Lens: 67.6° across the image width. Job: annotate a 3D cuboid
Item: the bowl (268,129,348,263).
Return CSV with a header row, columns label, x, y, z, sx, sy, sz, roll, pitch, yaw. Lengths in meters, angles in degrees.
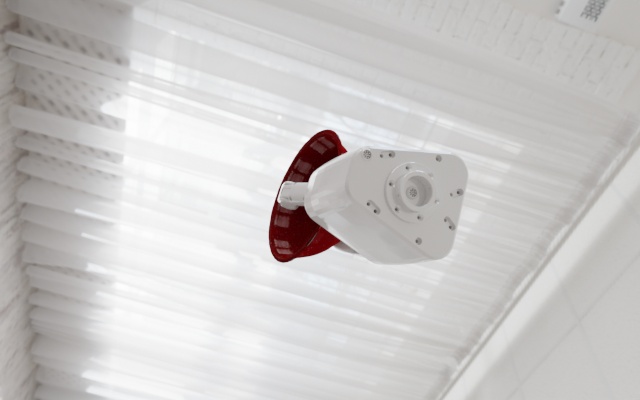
label,x,y,z,sx,sy,sz,roll,pitch,yaw
bowl,0.000,0.002,0.557,0.055,0.162,0.162,22,-10,-25
